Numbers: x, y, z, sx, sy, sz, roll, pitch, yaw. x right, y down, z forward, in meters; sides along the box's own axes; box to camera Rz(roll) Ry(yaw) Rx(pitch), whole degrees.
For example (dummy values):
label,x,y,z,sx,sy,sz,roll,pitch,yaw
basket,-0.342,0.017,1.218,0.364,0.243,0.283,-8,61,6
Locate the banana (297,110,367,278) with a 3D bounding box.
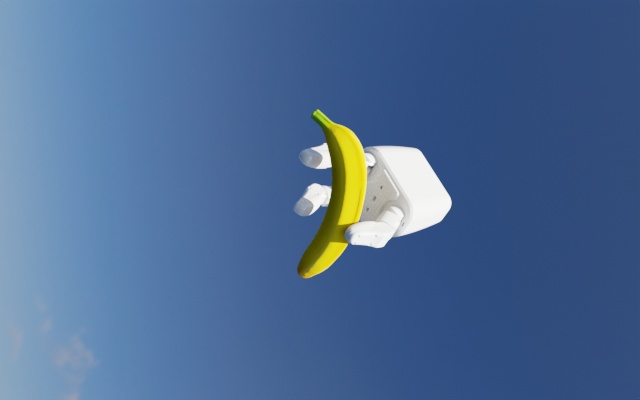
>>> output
label,x,y,z,sx,sy,sz,roll,pitch,yaw
banana,0.015,0.003,0.531,0.069,0.198,0.037,18,19,34
